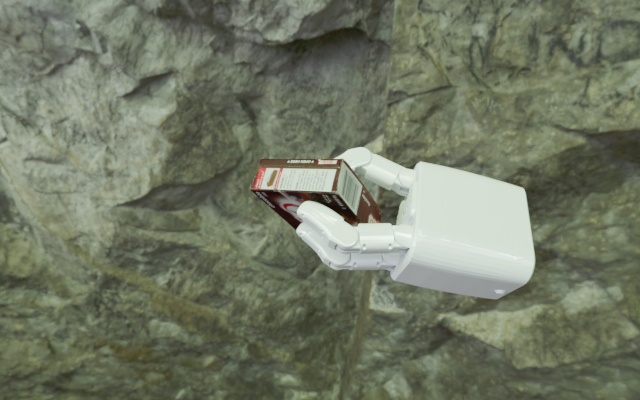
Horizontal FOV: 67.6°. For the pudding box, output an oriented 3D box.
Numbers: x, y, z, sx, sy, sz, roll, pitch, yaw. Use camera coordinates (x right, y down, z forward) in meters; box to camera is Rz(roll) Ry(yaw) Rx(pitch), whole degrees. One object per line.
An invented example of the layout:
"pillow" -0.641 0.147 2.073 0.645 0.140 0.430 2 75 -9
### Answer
"pudding box" 0.000 0.001 0.463 0.090 0.039 0.113 2 -27 27
